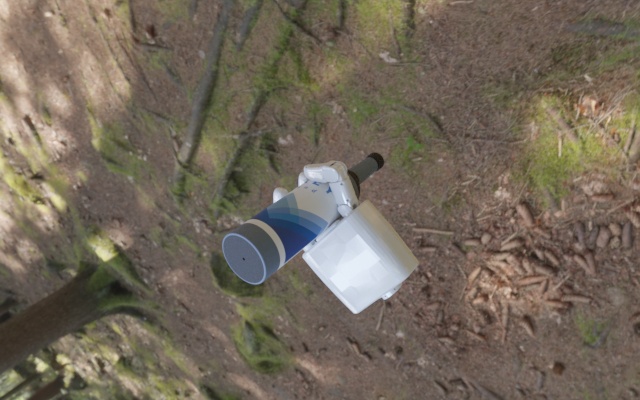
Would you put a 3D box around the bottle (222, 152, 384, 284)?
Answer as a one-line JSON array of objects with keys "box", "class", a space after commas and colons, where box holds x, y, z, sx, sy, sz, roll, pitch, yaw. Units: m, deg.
[{"box": [0.000, 0.002, 0.631, 0.069, 0.069, 0.295, 0, 26, 40], "class": "bottle"}]
